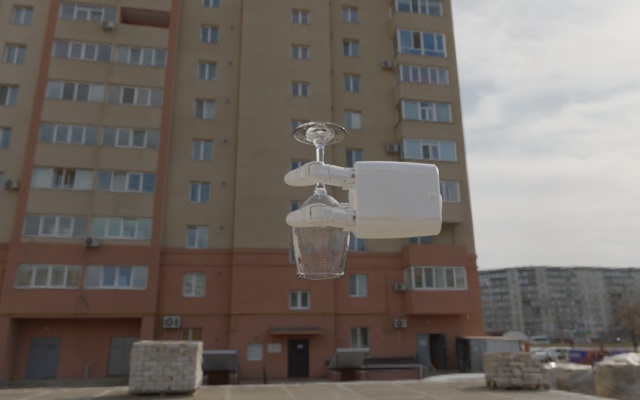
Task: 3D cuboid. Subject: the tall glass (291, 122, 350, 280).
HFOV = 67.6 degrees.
[{"bbox_3d":[0.000,0.002,0.639,0.079,0.201,0.079,0,-16,0],"label":"tall glass"}]
